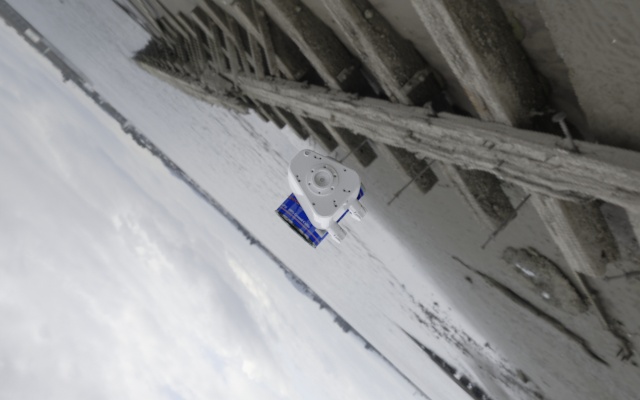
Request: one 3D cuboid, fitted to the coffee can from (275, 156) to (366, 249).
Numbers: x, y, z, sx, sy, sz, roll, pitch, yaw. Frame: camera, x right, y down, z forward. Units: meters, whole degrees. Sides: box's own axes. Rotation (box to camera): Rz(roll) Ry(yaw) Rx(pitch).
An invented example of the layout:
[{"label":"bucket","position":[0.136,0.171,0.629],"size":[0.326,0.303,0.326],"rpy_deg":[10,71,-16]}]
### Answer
[{"label":"coffee can","position":[0.000,0.003,0.880],"size":[0.103,0.140,0.103],"rpy_deg":[41,-9,8]}]
